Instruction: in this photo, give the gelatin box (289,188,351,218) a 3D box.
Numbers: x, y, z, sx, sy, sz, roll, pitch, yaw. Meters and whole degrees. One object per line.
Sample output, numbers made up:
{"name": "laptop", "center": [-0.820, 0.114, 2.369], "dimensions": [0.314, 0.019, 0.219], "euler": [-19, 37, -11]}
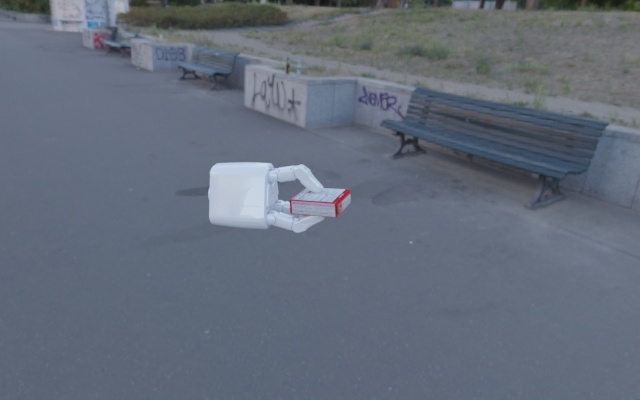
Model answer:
{"name": "gelatin box", "center": [0.000, 0.002, 0.836], "dimensions": [0.089, 0.030, 0.073], "euler": [3, 20, 22]}
